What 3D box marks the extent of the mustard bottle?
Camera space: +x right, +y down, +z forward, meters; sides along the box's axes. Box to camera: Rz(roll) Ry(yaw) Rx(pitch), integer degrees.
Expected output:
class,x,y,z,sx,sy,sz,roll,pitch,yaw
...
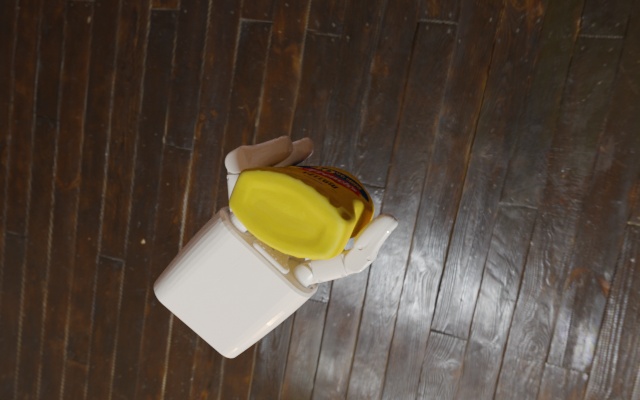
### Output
class,x,y,z,sx,sy,sz,roll,pitch,yaw
mustard bottle,0.000,0.001,0.442,0.096,0.058,0.191,25,12,13
